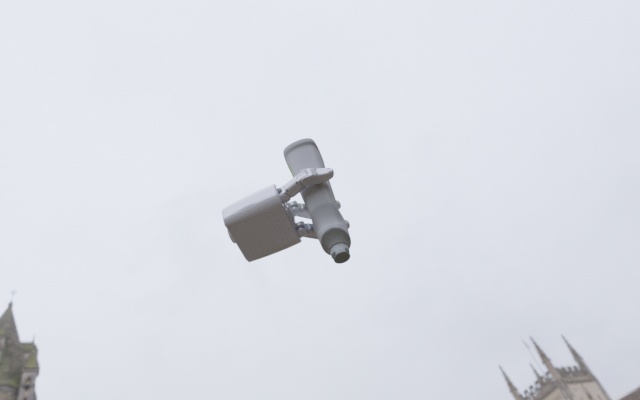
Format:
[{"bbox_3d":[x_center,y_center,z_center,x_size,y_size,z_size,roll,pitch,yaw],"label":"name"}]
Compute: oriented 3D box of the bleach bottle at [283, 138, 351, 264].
[{"bbox_3d":[0.000,0.003,0.844,0.068,0.250,0.103,-23,-44,2],"label":"bleach bottle"}]
